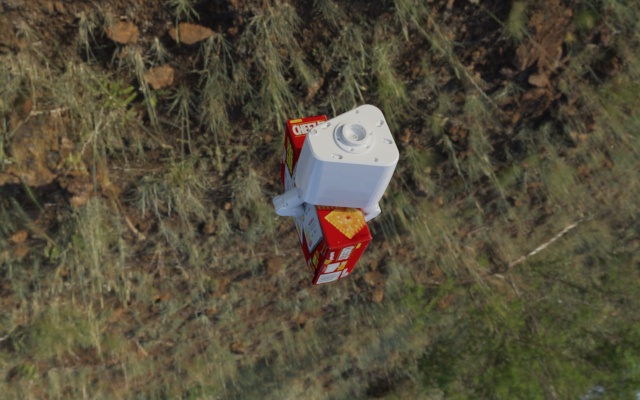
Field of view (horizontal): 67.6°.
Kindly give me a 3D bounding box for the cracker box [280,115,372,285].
[{"bbox_3d":[0.000,0.003,0.742,0.072,0.213,0.164,-11,-25,-15],"label":"cracker box"}]
